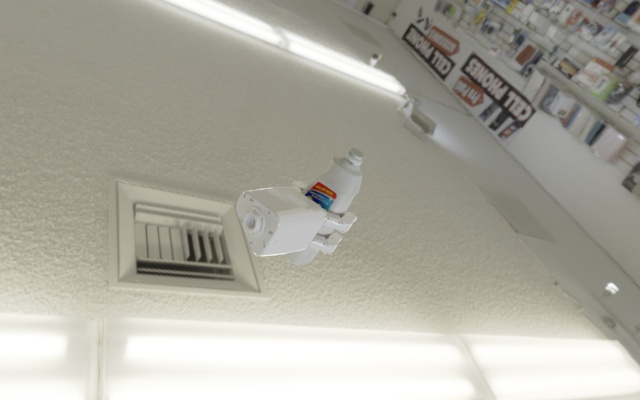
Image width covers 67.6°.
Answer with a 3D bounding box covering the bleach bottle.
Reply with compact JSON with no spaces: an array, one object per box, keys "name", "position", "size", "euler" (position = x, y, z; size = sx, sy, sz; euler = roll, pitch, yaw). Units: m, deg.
[{"name":"bleach bottle","position":[0.000,0.003,0.893],"size":[0.068,0.251,0.102],"euler":[-4,46,-47]}]
